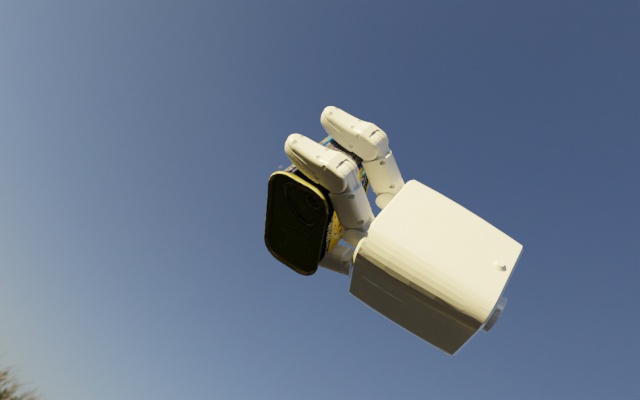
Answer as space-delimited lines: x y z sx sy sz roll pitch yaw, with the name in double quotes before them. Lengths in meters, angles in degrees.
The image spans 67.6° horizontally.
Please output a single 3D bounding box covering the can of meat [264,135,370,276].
"can of meat" 0.000 0.001 0.421 0.057 0.102 0.084 29 46 20
